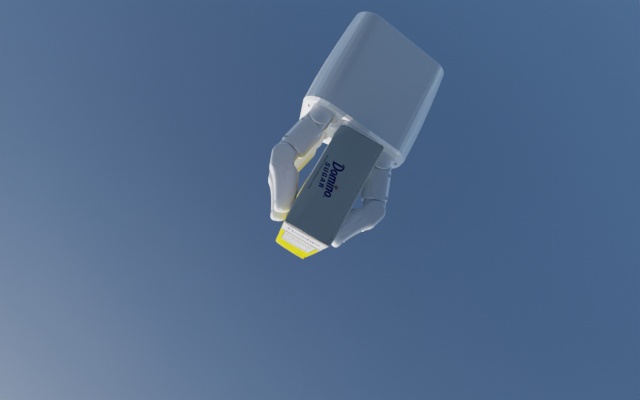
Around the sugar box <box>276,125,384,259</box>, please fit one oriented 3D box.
[{"bbox_3d":[0.000,0.001,0.443,0.048,0.093,0.176,29,-13,1],"label":"sugar box"}]
